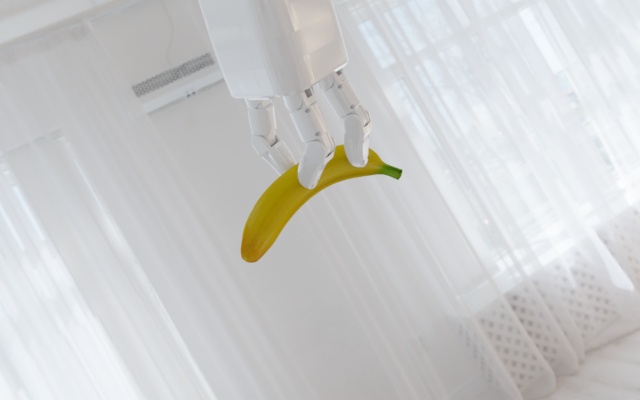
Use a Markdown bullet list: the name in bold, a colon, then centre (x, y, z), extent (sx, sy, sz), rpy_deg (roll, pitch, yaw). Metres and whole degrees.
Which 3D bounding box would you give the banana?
- **banana**: centre (-0.009, -0.011, 0.483), extent (0.197, 0.037, 0.069), rpy_deg (-30, 55, -23)
